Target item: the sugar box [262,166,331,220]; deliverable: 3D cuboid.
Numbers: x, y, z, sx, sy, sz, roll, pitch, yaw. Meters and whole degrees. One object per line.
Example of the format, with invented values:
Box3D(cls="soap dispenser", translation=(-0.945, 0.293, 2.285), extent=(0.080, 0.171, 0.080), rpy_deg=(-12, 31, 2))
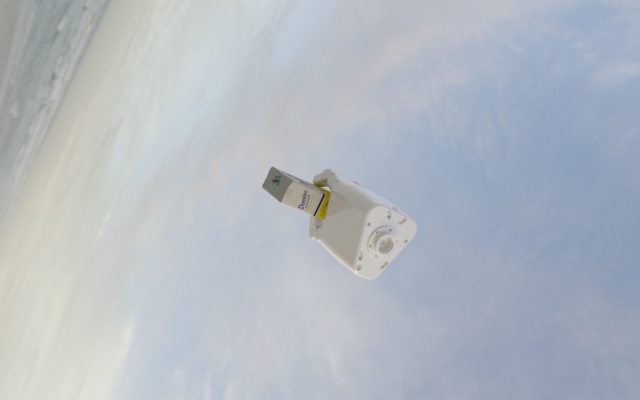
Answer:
Box3D(cls="sugar box", translation=(0.001, 0.002, 0.782), extent=(0.176, 0.048, 0.093), rpy_deg=(25, 4, -30))
